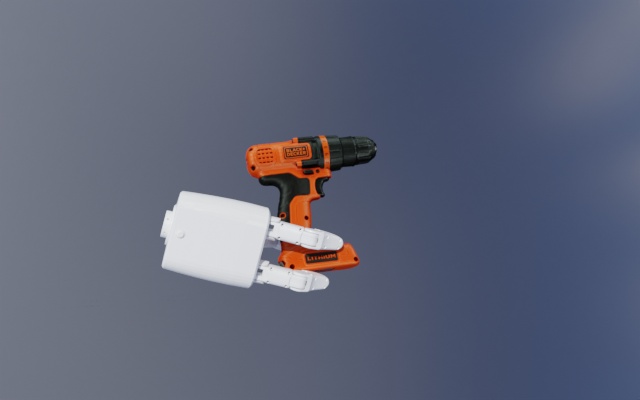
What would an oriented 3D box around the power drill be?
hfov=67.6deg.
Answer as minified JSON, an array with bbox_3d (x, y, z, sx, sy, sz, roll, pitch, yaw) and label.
[{"bbox_3d":[0.000,0.003,0.650,0.184,0.187,0.057,-7,-15,-9],"label":"power drill"}]
